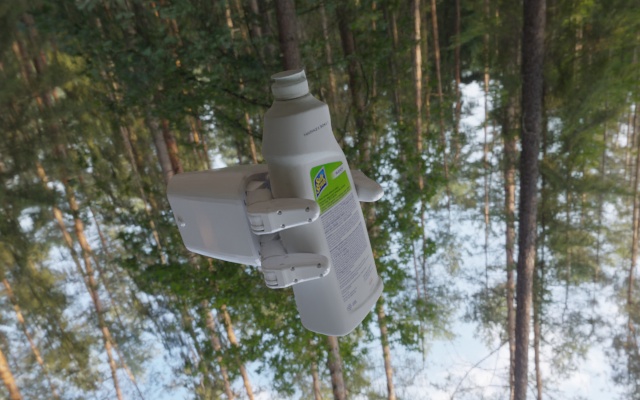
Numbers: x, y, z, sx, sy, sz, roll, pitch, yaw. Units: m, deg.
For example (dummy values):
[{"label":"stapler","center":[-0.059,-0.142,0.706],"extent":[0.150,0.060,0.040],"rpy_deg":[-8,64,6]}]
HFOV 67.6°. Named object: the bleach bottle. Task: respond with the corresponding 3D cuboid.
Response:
[{"label":"bleach bottle","center":[0.000,0.002,0.458],"extent":[0.068,0.251,0.102],"rpy_deg":[4,28,32]}]
